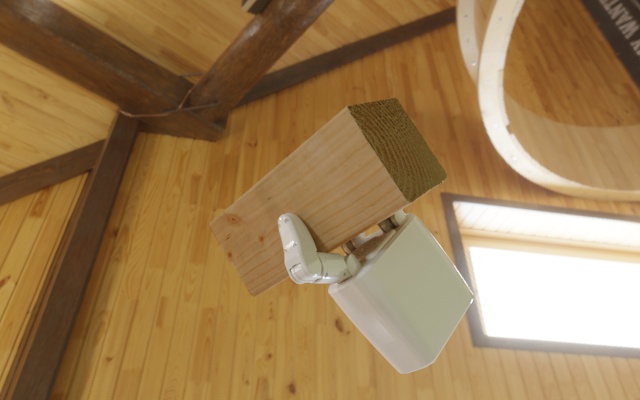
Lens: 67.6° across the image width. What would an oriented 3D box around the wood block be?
[{"bbox_3d":[0.000,0.002,0.453,0.206,0.090,0.091,-36,-6,37],"label":"wood block"}]
